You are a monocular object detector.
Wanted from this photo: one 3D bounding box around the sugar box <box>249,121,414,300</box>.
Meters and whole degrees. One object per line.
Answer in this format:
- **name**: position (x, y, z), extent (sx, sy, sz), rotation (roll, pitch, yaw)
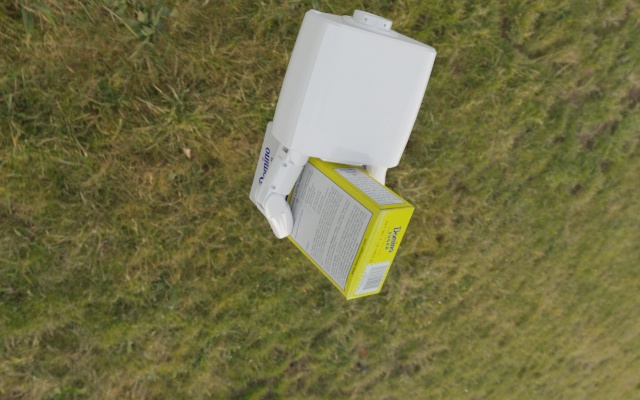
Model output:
- **sugar box**: position (0.001, 0.001, 0.451), extent (0.048, 0.093, 0.176), rotation (-2, 32, -37)
